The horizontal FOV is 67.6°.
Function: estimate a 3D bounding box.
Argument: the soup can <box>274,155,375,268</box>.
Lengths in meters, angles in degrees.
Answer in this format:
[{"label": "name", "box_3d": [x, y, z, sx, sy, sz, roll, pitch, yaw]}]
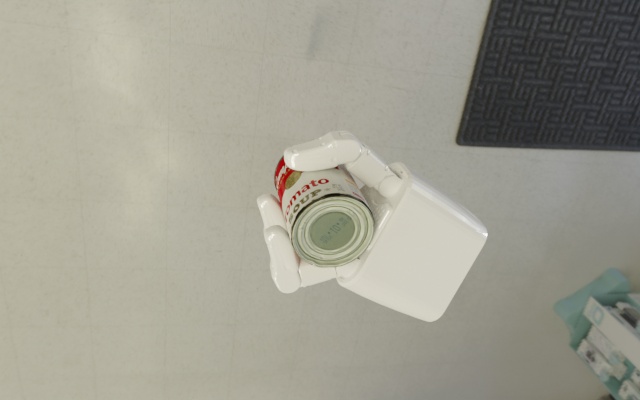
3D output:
[{"label": "soup can", "box_3d": [0.000, 0.001, 0.403, 0.068, 0.068, 0.102, 0, 29, -13]}]
